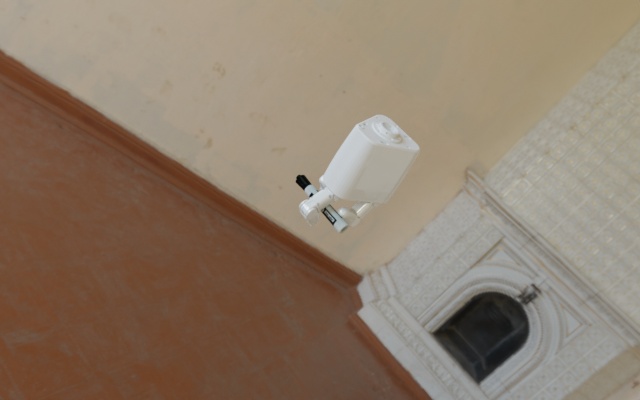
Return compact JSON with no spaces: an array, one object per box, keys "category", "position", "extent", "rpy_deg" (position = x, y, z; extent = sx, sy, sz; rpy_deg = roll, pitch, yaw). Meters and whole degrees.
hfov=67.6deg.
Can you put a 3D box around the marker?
[{"category":"marker","position":[0.000,0.002,0.744],"extent":[0.121,0.020,0.020],"rpy_deg":[49,26,25]}]
